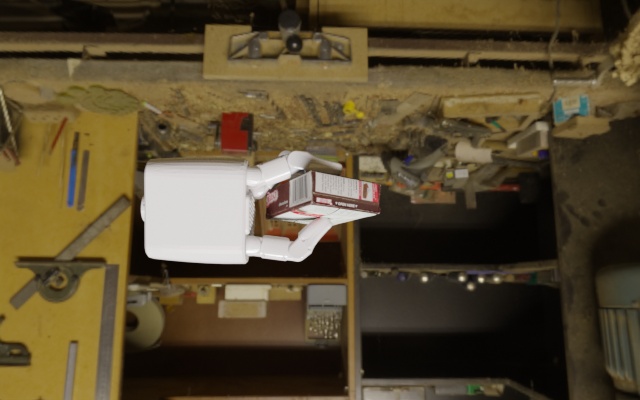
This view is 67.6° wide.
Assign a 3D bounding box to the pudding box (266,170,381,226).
[{"bbox_3d":[0.000,0.002,0.544,0.090,0.039,0.113,8,-13,-30],"label":"pudding box"}]
